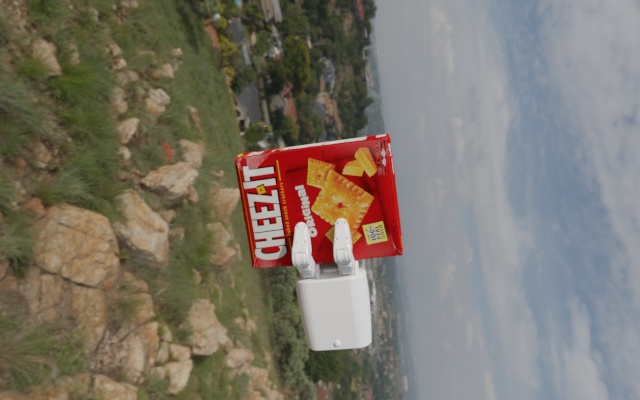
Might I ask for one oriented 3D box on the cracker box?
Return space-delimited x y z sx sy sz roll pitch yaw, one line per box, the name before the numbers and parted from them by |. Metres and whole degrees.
cracker box | 0.000 0.002 0.670 0.214 0.164 0.072 -7 9 9
